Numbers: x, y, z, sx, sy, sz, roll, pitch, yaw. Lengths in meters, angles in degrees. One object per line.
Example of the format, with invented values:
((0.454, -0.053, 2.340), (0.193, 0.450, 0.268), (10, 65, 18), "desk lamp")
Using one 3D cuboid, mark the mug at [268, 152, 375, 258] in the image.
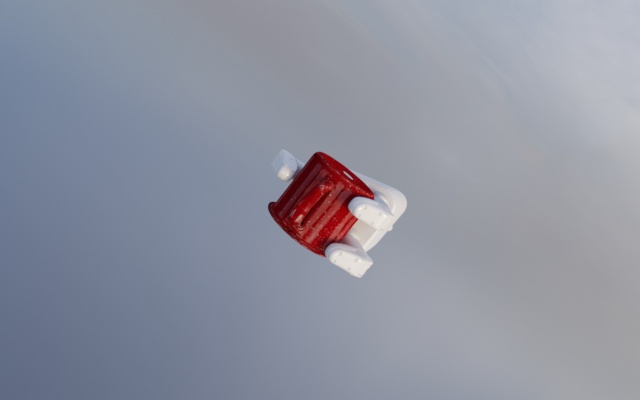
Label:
((0.000, 0.001, 0.505), (0.093, 0.081, 0.117), (41, 12, 13), "mug")
